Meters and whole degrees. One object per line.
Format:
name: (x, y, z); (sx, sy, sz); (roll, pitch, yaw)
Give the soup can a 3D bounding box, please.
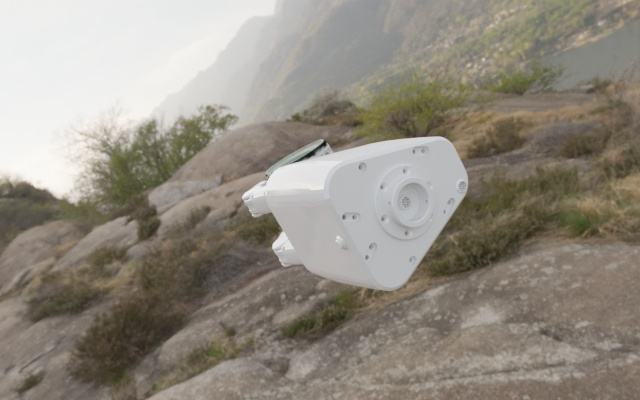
soup can: (0.000, 0.001, 0.459); (0.068, 0.102, 0.068); (-28, 13, 7)
